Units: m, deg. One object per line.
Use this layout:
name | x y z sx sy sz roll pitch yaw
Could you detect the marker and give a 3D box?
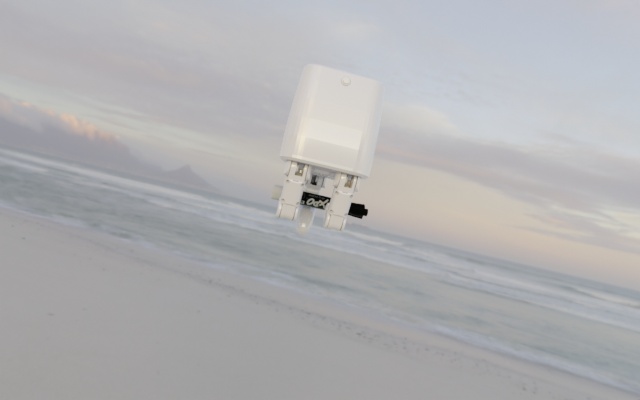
marker | 0.000 0.002 0.587 0.121 0.020 0.020 13 -2 -8
